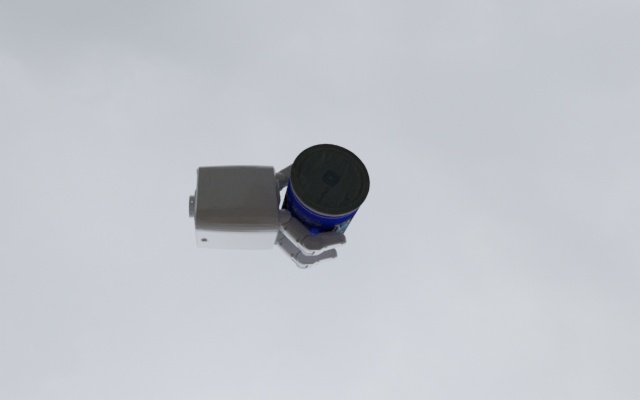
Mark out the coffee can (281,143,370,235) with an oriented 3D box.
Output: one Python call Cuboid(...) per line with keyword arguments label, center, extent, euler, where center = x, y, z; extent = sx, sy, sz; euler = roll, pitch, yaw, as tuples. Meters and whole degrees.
Cuboid(label="coffee can", center=(0.000, 0.002, 0.659), extent=(0.103, 0.102, 0.140), euler=(0, -26, -12))
